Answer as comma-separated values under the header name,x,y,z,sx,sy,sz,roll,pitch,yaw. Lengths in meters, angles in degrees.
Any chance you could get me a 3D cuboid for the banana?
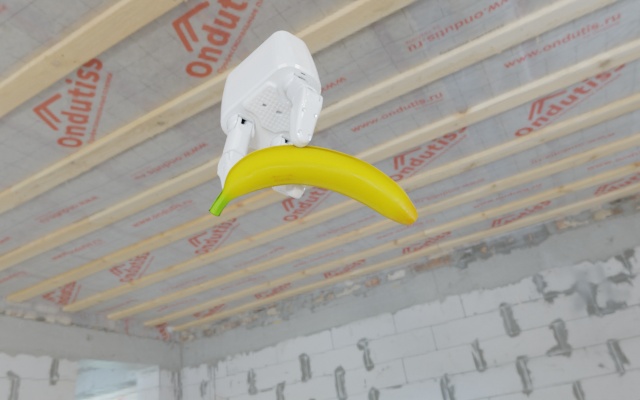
name,x,y,z,sx,sy,sz,roll,pitch,yaw
banana,-0.002,-0.017,0.449,0.198,0.070,0.037,3,17,-7
